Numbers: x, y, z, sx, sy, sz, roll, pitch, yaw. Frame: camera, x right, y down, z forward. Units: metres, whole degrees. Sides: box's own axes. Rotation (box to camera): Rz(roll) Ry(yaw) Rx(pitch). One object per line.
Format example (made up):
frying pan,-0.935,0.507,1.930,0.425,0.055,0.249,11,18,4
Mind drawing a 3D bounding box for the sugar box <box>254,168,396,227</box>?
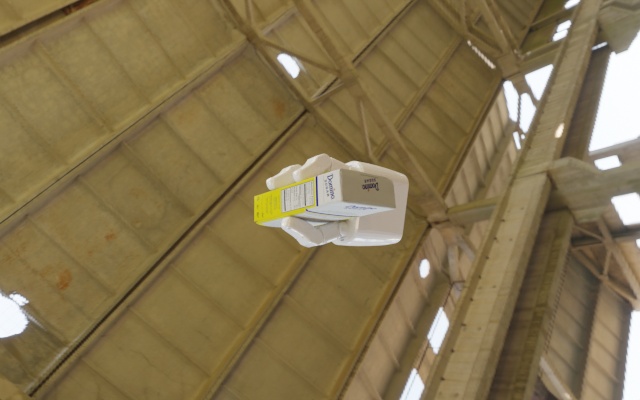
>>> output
sugar box,0.000,0.002,0.616,0.093,0.048,0.176,8,-17,-41
